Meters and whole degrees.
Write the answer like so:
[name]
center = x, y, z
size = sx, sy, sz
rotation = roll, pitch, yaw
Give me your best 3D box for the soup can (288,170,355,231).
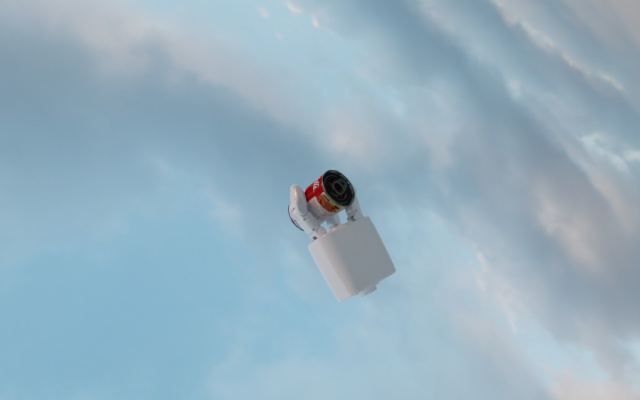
[soup can]
center = 0.000, 0.002, 0.806
size = 0.068, 0.068, 0.102
rotation = 0, -28, -42
